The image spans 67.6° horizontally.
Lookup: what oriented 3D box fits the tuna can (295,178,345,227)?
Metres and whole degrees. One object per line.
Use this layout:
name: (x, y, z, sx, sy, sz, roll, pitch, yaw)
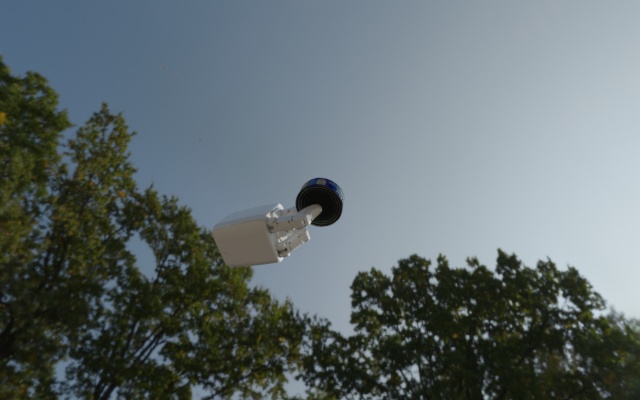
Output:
tuna can: (0.000, 0.003, 0.860, 0.086, 0.086, 0.033, 0, 29, 13)
